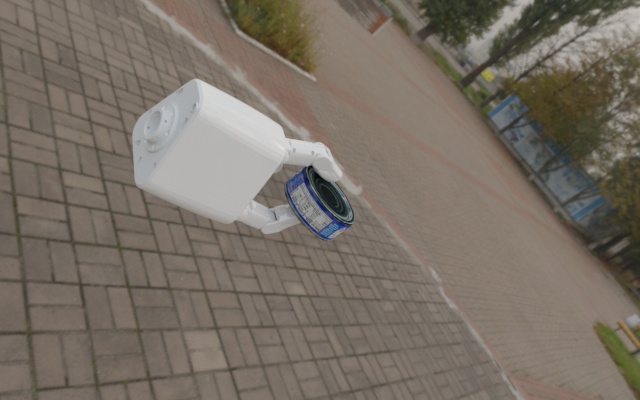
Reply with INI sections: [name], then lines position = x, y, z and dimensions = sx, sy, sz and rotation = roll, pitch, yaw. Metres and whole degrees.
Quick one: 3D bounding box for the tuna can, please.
[tuna can]
position = 0.001, 0.001, 0.542
dimensions = 0.034, 0.086, 0.086
rotation = -38, -15, 20
